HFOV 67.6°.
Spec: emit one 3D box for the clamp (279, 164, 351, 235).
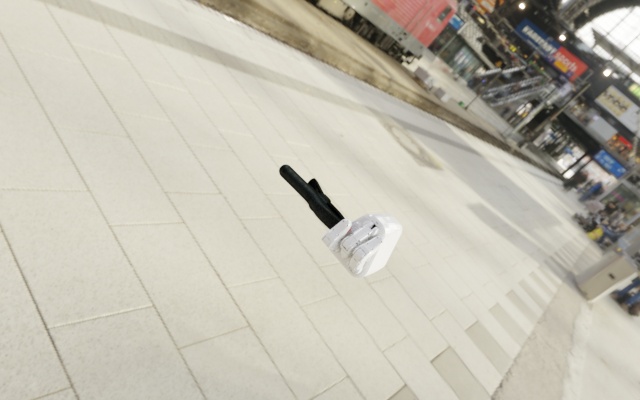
[{"bbox_3d":[0.001,0.003,0.895,0.039,0.171,0.120,-46,-20,19],"label":"clamp"}]
